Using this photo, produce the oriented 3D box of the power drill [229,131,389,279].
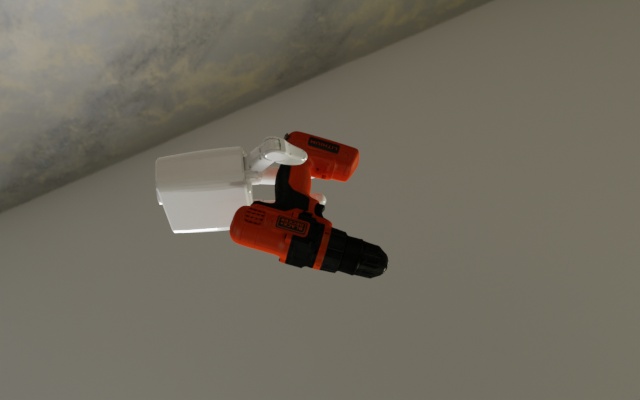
[{"bbox_3d":[0.000,0.002,0.590,0.184,0.187,0.057,17,-46,-3],"label":"power drill"}]
